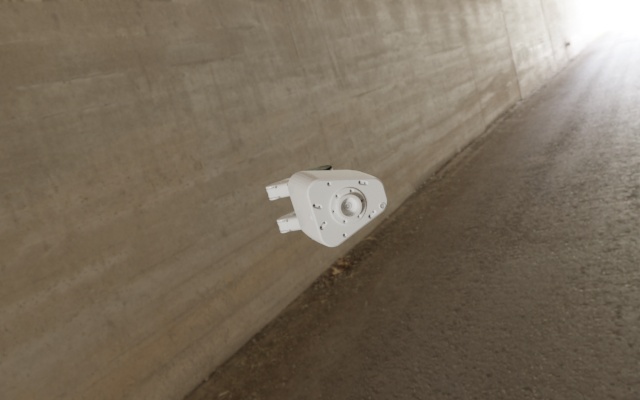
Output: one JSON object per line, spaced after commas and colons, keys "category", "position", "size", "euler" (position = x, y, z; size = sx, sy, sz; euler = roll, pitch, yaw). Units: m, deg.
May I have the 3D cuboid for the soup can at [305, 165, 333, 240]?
{"category": "soup can", "position": [0.000, 0.002, 0.751], "size": [0.068, 0.102, 0.068], "euler": [-17, 11, 3]}
